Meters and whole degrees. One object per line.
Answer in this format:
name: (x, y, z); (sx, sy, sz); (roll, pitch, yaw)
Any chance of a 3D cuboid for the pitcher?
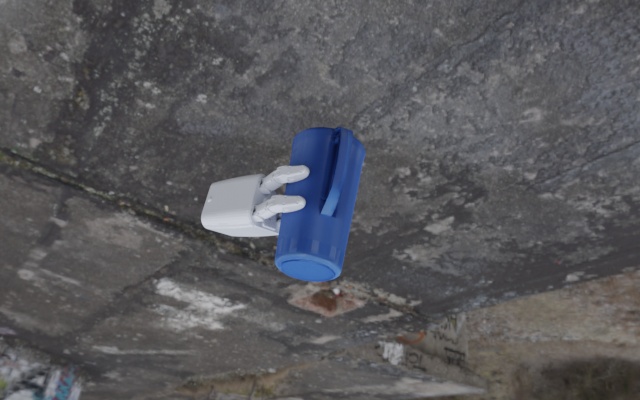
pitcher: (0.000, 0.003, 0.800); (0.145, 0.242, 0.149); (-5, -31, 26)
